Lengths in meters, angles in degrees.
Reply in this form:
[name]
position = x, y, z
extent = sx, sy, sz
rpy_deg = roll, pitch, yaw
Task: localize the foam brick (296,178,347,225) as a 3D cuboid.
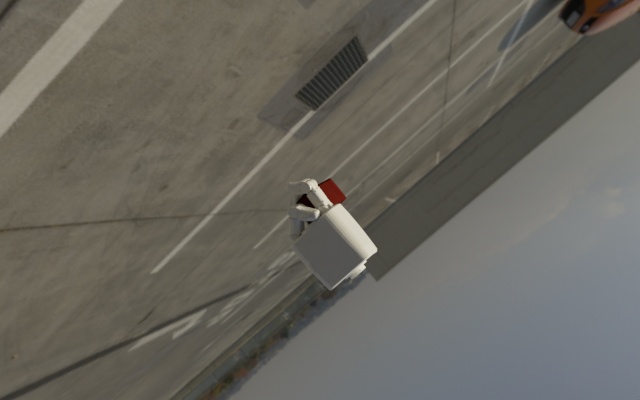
[foam brick]
position = 0.000, 0.003, 0.885
extent = 0.078, 0.051, 0.053
rpy_deg = -31, -14, -49
